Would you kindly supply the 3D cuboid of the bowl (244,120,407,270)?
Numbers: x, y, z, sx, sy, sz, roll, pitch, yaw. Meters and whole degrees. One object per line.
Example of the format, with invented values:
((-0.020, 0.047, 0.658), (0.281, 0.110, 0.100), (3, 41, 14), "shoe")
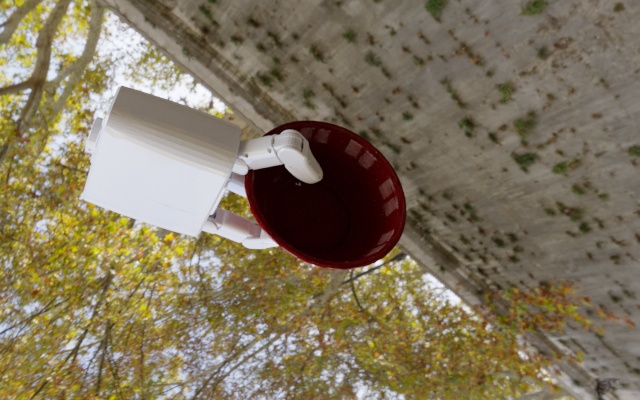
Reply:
((0.001, 0.002, 0.466), (0.162, 0.162, 0.055), (0, -30, -22), "bowl")
